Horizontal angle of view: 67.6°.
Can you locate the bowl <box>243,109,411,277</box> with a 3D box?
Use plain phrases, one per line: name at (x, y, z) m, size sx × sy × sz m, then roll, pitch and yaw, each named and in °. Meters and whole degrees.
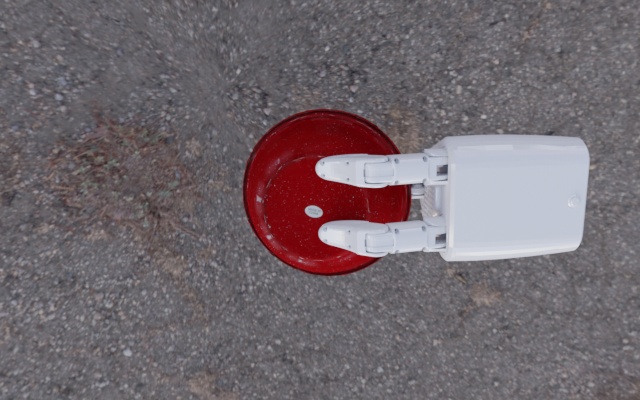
bowl at (-0.001, 0.002, 0.426) m, size 0.162 × 0.162 × 0.055 m, roll 0°, pitch 14°, yaw 10°
